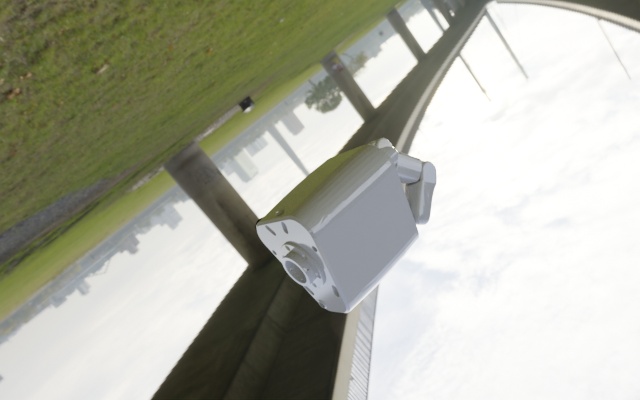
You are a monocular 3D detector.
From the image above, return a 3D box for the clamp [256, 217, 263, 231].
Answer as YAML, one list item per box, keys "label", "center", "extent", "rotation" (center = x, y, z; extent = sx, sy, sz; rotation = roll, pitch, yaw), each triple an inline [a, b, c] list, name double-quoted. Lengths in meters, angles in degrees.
- label: "clamp"
  center: [0.001, 0.002, 0.546]
  extent: [0.120, 0.039, 0.171]
  rotation: [-39, 10, -30]
